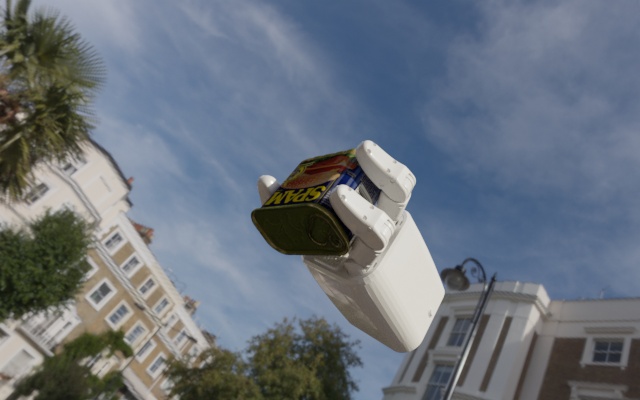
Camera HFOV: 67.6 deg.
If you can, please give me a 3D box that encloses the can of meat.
[{"bbox_3d":[0.000,0.001,0.440,0.102,0.057,0.084,-6,36,45],"label":"can of meat"}]
